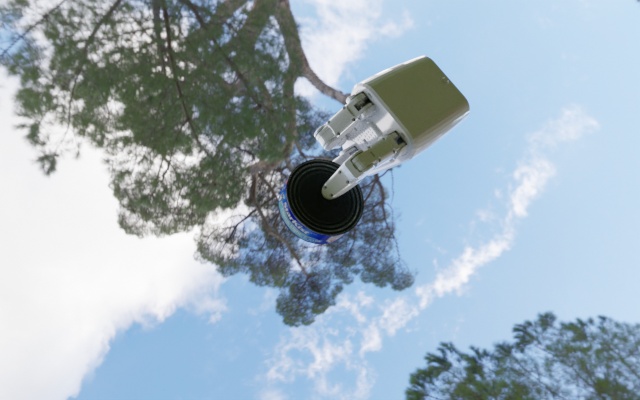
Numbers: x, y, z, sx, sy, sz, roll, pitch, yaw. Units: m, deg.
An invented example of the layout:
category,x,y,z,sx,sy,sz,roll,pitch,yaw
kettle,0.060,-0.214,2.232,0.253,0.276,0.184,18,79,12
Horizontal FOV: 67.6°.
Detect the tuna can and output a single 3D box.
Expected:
category,x,y,z,sx,sy,sz,roll,pitch,yaw
tuna can,0.000,0.002,0.501,0.086,0.086,0.034,0,-23,-23
